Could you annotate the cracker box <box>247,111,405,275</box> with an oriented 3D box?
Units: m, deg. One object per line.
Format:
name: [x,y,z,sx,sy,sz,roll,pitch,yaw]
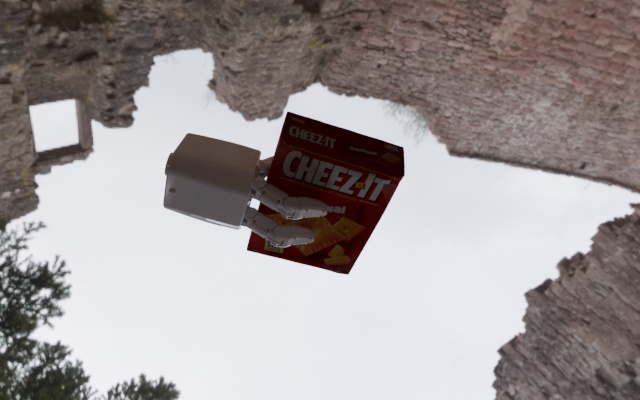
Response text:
cracker box: [0.000,0.002,0.667,0.164,0.214,0.072,16,42,-9]
